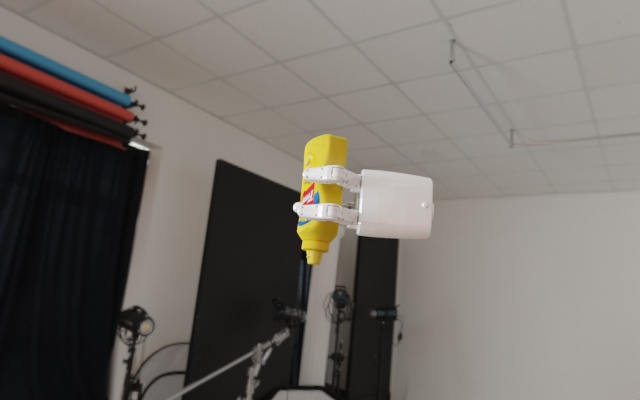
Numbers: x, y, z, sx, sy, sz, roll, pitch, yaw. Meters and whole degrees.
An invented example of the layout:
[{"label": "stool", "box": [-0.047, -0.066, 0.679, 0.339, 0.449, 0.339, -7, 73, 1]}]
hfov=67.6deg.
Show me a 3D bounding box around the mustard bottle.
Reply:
[{"label": "mustard bottle", "box": [0.000, 0.002, 0.731, 0.058, 0.191, 0.096, 11, -14, -23]}]
